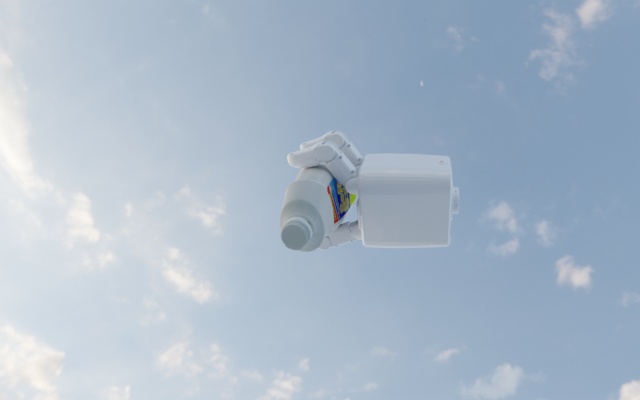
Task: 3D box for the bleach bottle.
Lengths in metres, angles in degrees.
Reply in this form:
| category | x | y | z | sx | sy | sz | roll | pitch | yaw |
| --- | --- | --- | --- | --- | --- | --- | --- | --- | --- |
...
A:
| category | x | y | z | sx | sy | sz | roll | pitch | yaw |
| --- | --- | --- | --- | --- | --- | --- | --- | --- | --- |
| bleach bottle | 0.000 | 0.002 | 0.597 | 0.068 | 0.103 | 0.250 | 0 | 20 | 13 |
